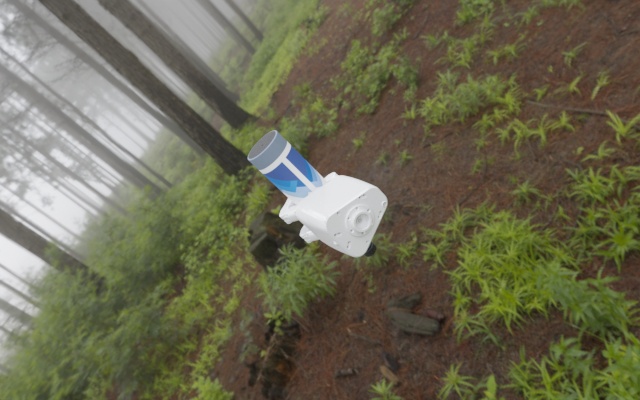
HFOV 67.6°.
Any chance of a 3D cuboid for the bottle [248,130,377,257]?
[{"bbox_3d":[0.000,0.003,0.839,0.296,0.069,0.069,44,-23,-25],"label":"bottle"}]
